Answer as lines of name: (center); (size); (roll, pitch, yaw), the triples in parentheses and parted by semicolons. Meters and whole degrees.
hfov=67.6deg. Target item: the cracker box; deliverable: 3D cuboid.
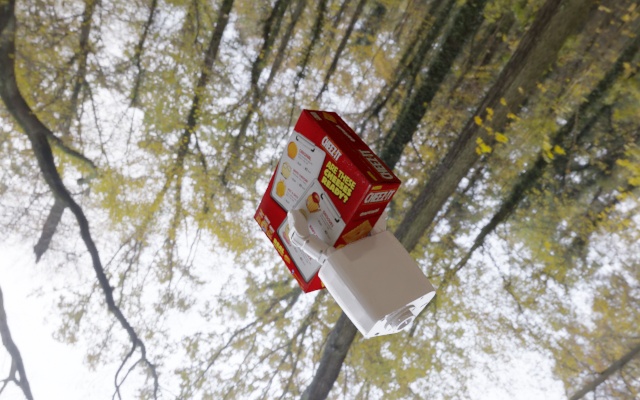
cracker box: (0.000, 0.002, 0.694); (0.072, 0.214, 0.164); (-7, 47, -42)
